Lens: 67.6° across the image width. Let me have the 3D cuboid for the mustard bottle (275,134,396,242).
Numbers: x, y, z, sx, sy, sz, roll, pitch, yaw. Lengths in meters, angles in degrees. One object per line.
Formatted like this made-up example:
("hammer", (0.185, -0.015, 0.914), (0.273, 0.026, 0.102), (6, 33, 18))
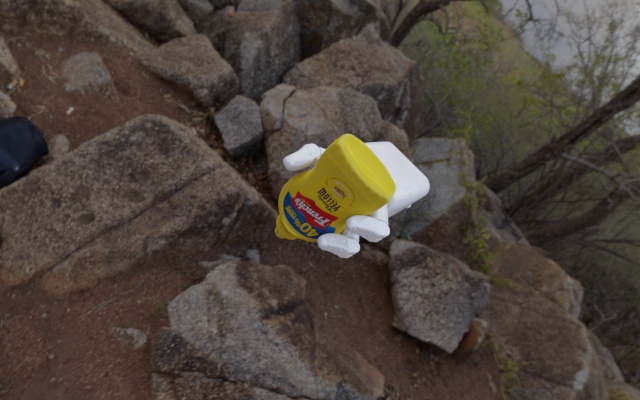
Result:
("mustard bottle", (0.000, 0.002, 0.620), (0.192, 0.096, 0.058), (-37, 10, 41))
